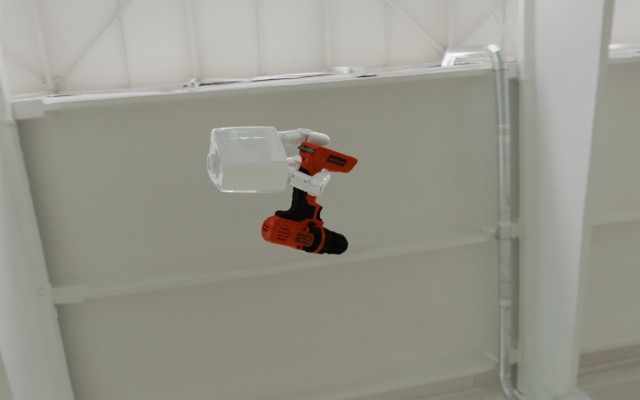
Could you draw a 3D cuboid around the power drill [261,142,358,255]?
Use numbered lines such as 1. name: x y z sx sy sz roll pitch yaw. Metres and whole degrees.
1. power drill: 0.000 0.002 0.844 0.184 0.187 0.057 16 4 -40
